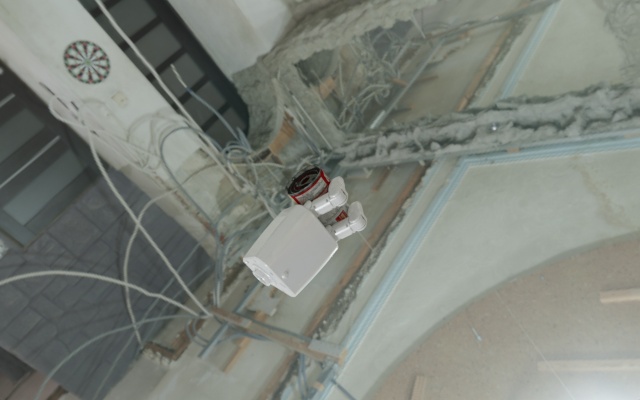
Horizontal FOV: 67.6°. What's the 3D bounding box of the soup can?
[{"bbox_3d":[0.001,0.002,0.762,0.068,0.102,0.068,-30,27,17],"label":"soup can"}]
